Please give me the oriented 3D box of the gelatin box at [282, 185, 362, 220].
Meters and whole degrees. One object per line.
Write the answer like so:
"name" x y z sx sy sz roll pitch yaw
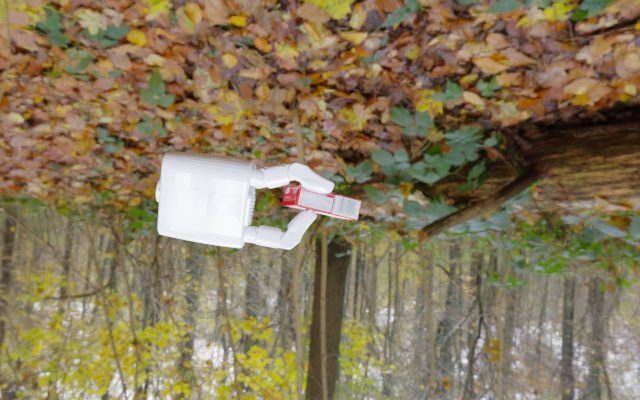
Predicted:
"gelatin box" 0.000 0.003 0.639 0.089 0.030 0.073 14 -4 -17
